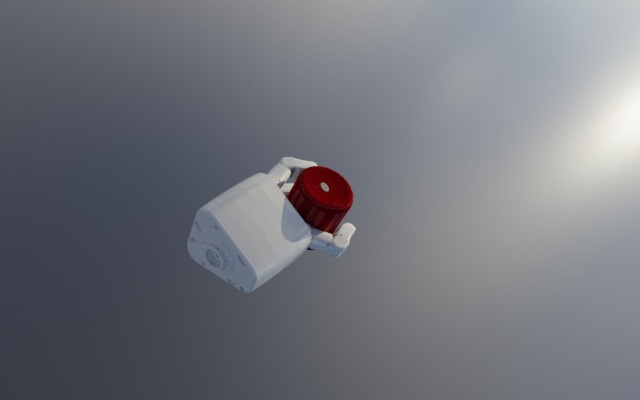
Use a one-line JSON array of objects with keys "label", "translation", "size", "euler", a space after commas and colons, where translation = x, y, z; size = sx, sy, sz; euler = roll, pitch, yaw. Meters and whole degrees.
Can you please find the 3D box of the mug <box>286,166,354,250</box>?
[{"label": "mug", "translation": [0.001, 0.001, 0.664], "size": [0.117, 0.093, 0.081], "euler": [-38, -15, -46]}]
